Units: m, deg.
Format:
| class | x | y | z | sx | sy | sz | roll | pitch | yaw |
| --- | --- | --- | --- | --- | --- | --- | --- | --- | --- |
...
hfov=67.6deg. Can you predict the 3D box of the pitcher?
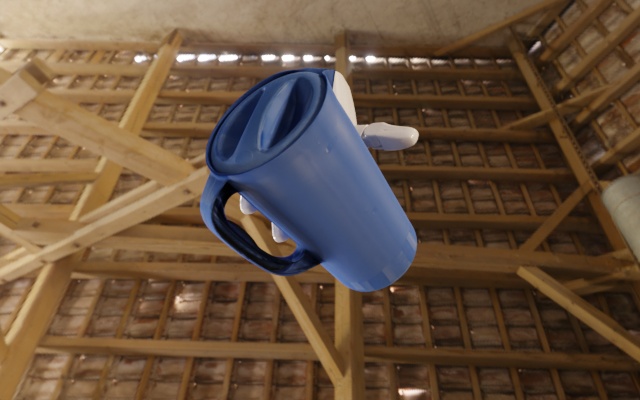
| class | x | y | z | sx | sy | sz | roll | pitch | yaw |
| --- | --- | --- | --- | --- | --- | --- | --- | --- | --- |
| pitcher | 0.000 | 0.001 | 0.495 | 0.149 | 0.145 | 0.243 | -23 | -48 | 21 |
